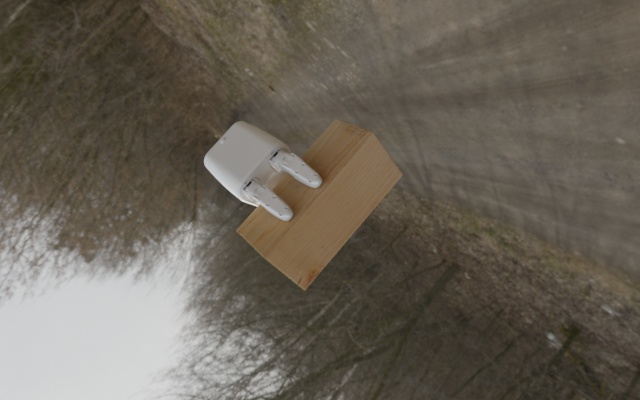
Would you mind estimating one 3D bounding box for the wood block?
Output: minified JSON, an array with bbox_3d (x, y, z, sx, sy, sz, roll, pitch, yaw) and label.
[{"bbox_3d":[0.000,0.002,0.644,0.090,0.206,0.091,32,-11,50],"label":"wood block"}]
